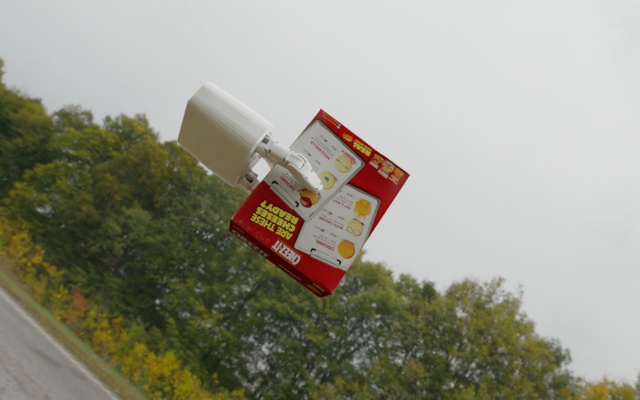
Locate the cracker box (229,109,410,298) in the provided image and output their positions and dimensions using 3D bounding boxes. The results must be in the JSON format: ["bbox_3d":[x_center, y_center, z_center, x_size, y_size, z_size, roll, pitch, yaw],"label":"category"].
[{"bbox_3d":[0.000,0.002,0.674,0.164,0.213,0.072,37,-22,-1],"label":"cracker box"}]
